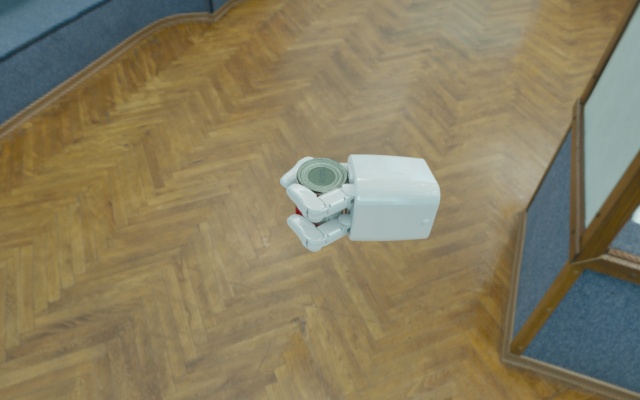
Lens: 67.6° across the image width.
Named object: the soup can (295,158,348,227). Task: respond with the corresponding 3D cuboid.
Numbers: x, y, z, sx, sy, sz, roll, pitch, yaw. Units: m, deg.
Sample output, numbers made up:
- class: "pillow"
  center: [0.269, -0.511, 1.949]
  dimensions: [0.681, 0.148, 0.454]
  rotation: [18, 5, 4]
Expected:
- class: "soup can"
  center: [0.000, 0.002, 0.643]
  dimensions: [0.068, 0.068, 0.102]
  rotation: [0, -44, -4]
